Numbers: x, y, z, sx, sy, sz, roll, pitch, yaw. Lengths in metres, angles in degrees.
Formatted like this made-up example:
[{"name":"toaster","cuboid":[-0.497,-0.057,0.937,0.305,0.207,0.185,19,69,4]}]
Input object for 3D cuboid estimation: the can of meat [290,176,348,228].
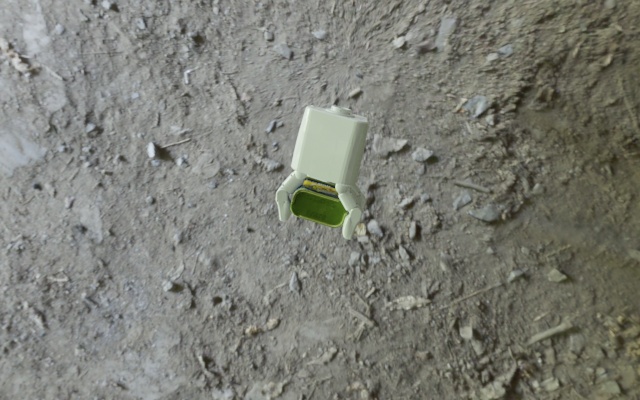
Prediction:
[{"name":"can of meat","cuboid":[0.000,0.003,0.838,0.102,0.057,0.084,17,16,-1]}]
